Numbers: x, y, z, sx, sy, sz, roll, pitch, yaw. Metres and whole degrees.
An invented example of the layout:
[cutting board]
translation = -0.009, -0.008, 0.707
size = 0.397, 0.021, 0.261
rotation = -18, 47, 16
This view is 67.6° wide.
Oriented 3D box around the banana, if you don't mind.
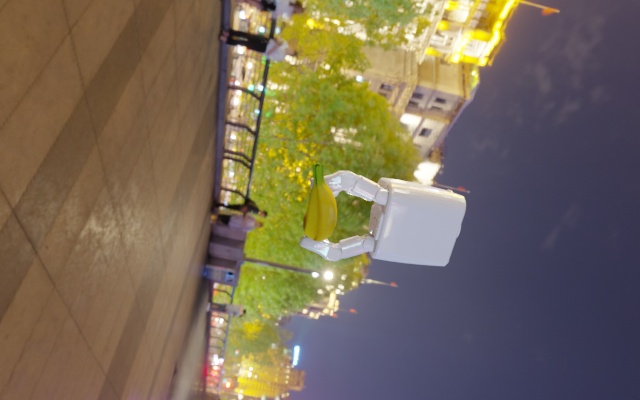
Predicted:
[banana]
translation = -0.001, 0.019, 0.610
size = 0.037, 0.069, 0.198
rotation = 6, -17, -4
